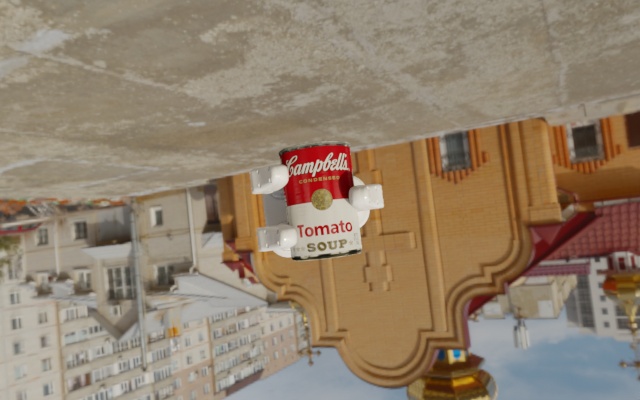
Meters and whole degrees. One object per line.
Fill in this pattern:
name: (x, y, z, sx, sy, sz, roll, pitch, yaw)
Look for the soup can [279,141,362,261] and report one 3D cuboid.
soup can: (0.000, 0.002, 0.445, 0.068, 0.102, 0.068, -7, -3, 0)
